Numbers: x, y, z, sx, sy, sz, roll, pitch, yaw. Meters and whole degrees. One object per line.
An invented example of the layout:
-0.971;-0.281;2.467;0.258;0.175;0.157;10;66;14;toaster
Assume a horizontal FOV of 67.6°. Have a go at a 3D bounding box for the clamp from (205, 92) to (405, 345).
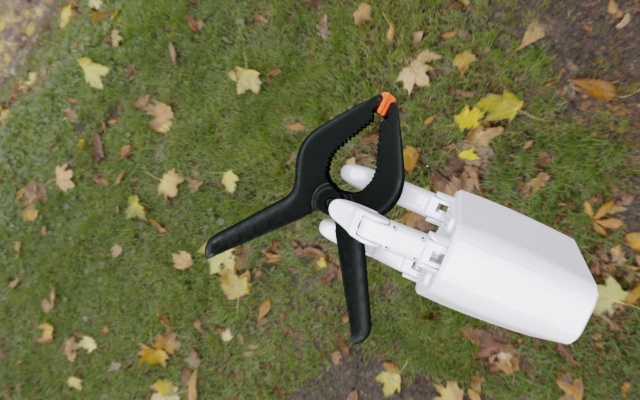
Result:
0.000;0.001;0.411;0.164;0.210;0.036;22;9;5;clamp
